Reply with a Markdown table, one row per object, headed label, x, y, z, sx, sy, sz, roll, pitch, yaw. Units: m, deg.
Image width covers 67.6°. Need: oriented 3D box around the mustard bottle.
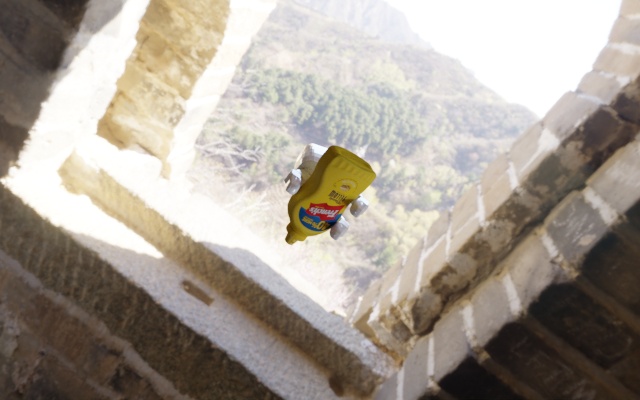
| label | x | y | z | sx | sy | sz | roll | pitch | yaw |
| --- | --- | --- | --- | --- | --- | --- | --- | --- | --- |
| mustard bottle | 0.000 | 0.003 | 0.799 | 0.096 | 0.192 | 0.058 | 22 | 27 | -37 |
